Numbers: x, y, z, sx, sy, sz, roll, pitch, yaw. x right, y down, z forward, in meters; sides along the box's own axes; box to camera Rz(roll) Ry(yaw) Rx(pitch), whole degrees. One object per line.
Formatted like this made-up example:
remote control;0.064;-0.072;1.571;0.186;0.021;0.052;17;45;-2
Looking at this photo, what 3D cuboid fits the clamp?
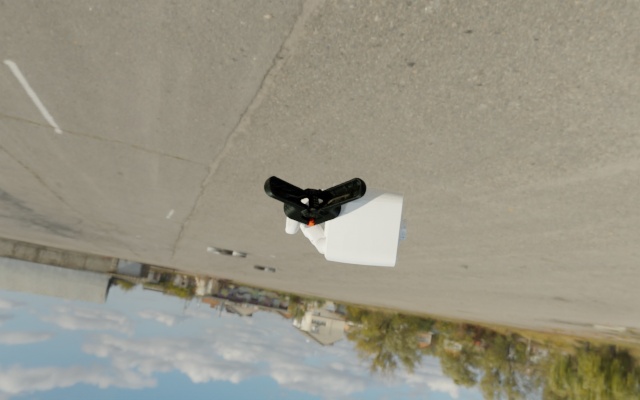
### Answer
clamp;0.000;0.003;0.628;0.120;0.039;0.171;4;-13;7
